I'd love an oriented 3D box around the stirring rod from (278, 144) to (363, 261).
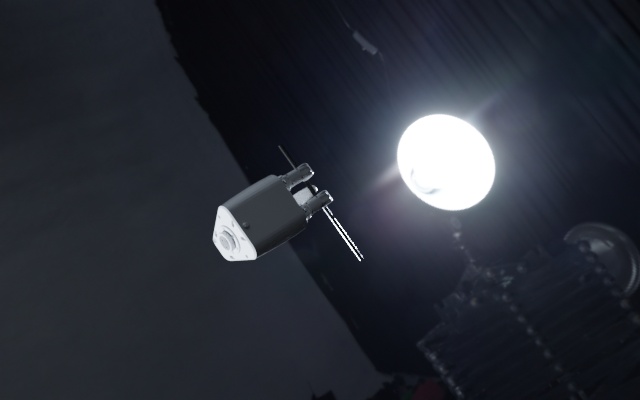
[{"bbox_3d":[0.000,0.003,0.817,0.011,0.239,0.011,-35,-3,-2],"label":"stirring rod"}]
